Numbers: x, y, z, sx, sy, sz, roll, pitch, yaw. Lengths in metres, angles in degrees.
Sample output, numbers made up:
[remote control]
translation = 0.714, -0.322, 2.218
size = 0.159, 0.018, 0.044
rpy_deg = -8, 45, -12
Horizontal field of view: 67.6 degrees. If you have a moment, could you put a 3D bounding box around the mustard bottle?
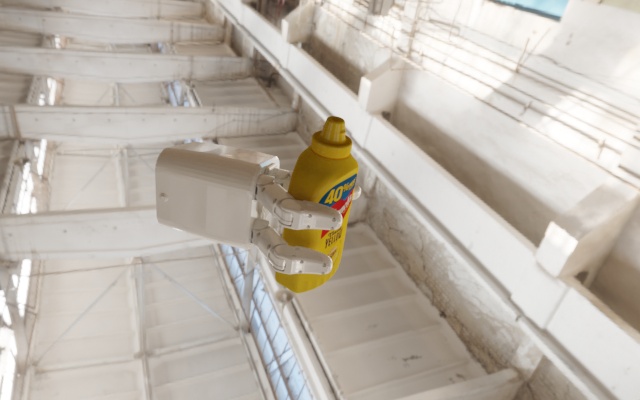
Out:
[mustard bottle]
translation = 0.000, 0.002, 0.512
size = 0.058, 0.192, 0.096
rpy_deg = 27, 35, 27
